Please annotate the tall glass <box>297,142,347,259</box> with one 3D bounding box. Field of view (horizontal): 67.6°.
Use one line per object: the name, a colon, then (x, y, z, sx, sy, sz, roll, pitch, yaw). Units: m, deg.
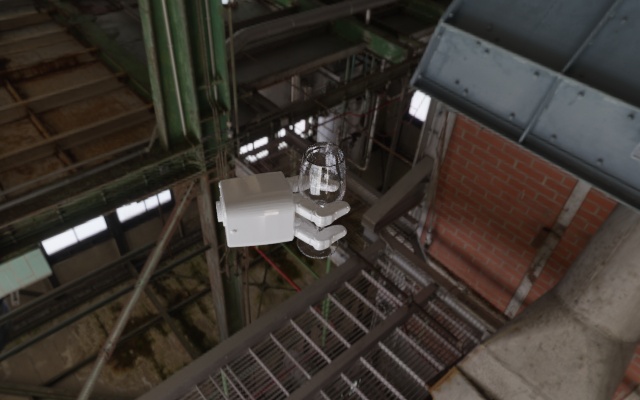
tall glass: (0.000, 0.003, 0.782, 0.079, 0.201, 0.079, 3, 43, -2)
